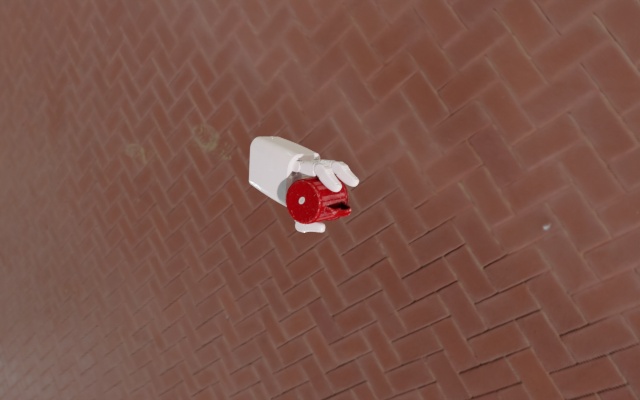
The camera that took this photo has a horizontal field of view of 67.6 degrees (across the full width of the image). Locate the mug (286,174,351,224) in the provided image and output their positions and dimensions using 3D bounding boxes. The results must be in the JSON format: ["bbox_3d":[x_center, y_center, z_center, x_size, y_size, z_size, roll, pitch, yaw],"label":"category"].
[{"bbox_3d":[0.001,0.004,0.863,0.117,0.093,0.081,27,22,30],"label":"mug"}]
